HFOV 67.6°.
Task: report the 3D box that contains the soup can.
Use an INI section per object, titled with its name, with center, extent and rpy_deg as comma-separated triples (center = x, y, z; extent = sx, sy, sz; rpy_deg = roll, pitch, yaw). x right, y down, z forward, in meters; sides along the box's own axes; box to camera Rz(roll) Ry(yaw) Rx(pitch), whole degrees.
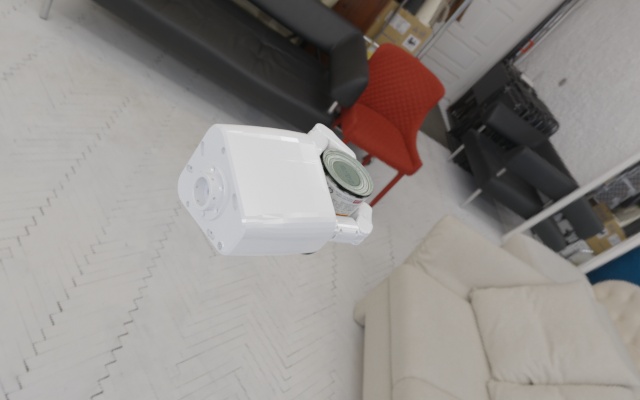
[soup can]
center = 0.001, 0.002, 0.514
extent = 0.068, 0.068, 0.102
rpy_deg = 0, -39, -46
